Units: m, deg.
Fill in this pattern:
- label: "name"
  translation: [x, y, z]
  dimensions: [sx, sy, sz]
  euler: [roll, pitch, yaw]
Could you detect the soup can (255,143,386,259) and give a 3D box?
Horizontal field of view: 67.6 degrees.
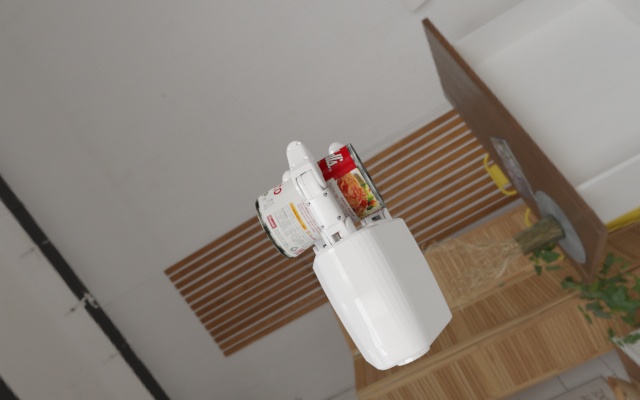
- label: "soup can"
  translation: [0.000, 0.001, 0.442]
  dimensions: [0.102, 0.068, 0.068]
  euler: [-30, -5, 9]
